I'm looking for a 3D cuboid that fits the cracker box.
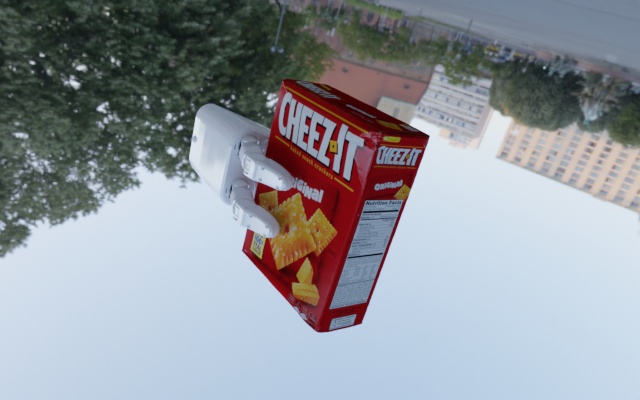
[{"bbox_3d":[0.000,0.002,0.499,0.072,0.214,0.164,-3,28,-38],"label":"cracker box"}]
